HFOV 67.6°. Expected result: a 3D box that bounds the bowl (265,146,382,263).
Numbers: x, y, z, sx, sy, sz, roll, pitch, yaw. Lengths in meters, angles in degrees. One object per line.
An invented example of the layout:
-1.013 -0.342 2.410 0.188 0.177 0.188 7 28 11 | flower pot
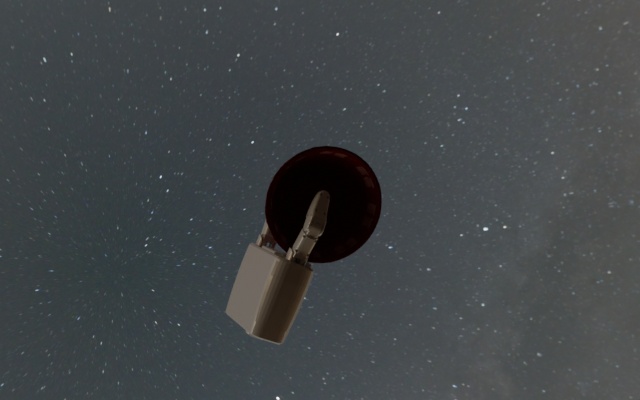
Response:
0.001 0.001 0.661 0.162 0.162 0.055 0 13 -15 | bowl
